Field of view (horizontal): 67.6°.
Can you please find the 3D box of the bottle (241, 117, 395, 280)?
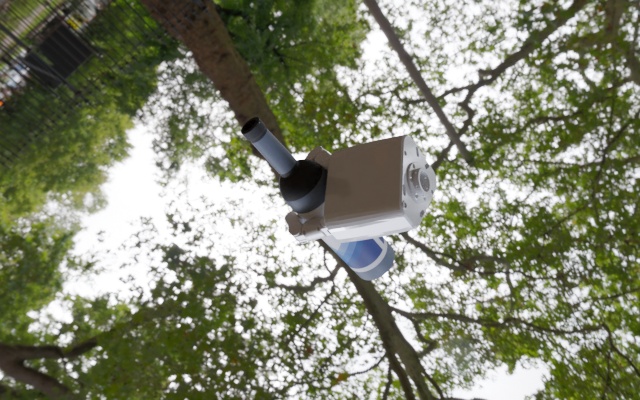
[{"bbox_3d":[0.000,0.002,0.638,0.069,0.069,0.296,0,-38,45],"label":"bottle"}]
